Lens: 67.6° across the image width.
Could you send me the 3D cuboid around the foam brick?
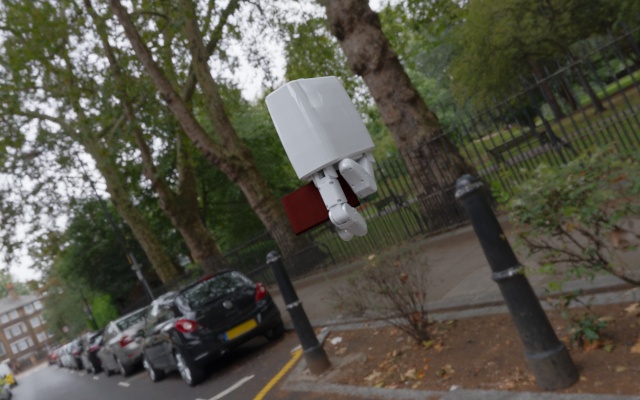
[{"bbox_3d":[0.000,0.002,0.596,0.078,0.051,0.053,-27,-3,24],"label":"foam brick"}]
